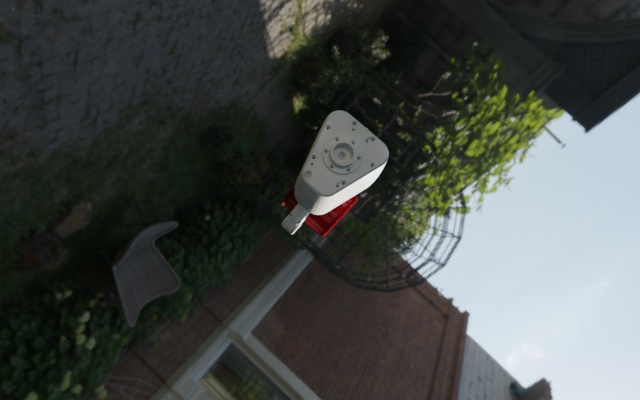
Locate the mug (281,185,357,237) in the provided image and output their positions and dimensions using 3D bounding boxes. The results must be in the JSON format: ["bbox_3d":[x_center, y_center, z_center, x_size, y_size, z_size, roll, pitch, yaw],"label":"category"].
[{"bbox_3d":[0.000,0.003,0.736,0.081,0.093,0.117,42,-11,4],"label":"mug"}]
